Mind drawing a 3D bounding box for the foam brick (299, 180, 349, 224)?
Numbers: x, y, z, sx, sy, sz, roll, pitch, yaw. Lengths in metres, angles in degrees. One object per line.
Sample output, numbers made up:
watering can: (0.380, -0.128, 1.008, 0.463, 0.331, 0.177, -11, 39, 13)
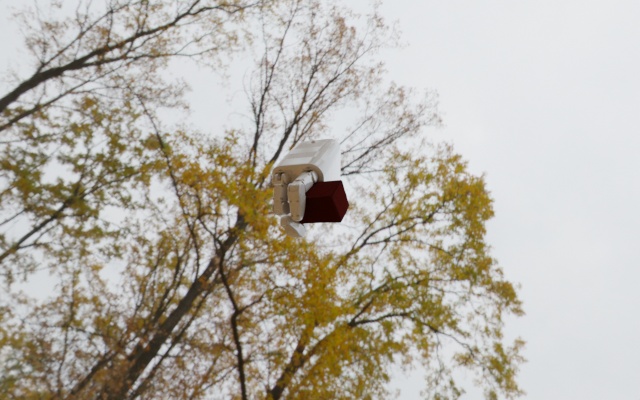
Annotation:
foam brick: (0.000, 0.003, 0.781, 0.078, 0.053, 0.051, -2, 31, 27)
